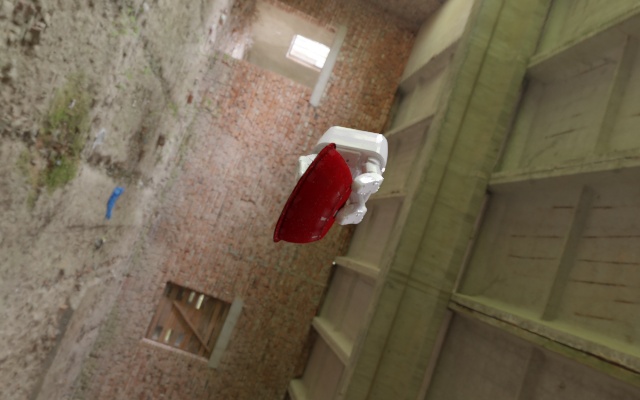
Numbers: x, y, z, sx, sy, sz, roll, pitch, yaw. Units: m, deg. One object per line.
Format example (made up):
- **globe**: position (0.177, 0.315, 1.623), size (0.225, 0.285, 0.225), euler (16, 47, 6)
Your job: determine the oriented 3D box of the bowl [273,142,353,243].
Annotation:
- **bowl**: position (0.000, 0.003, 0.663), size (0.055, 0.162, 0.162), euler (31, 5, 8)
